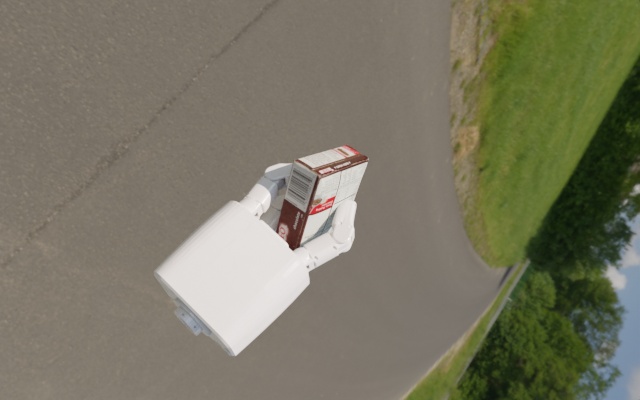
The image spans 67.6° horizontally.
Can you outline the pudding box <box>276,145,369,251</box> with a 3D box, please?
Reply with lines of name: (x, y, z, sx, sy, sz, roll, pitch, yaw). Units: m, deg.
pudding box: (0.000, 0.002, 0.525, 0.039, 0.114, 0.090, 36, 35, 26)
